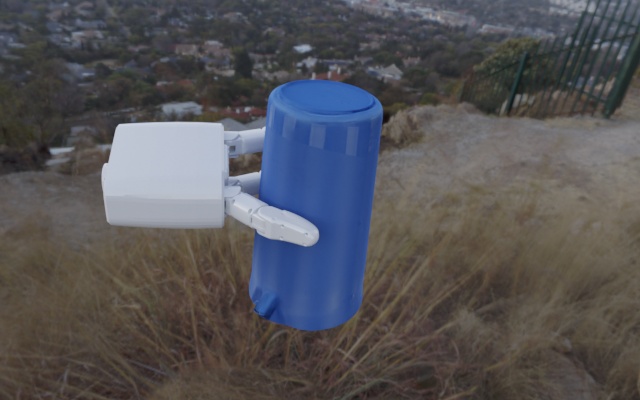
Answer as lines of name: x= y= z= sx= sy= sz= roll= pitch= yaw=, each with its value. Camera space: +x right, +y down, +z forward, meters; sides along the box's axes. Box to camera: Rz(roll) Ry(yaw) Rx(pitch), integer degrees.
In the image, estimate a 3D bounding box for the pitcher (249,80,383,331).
pitcher: x=0.000 y=0.002 z=0.509 sx=0.145 sy=0.243 sz=0.149 roll=1 pitch=31 yaw=-10
